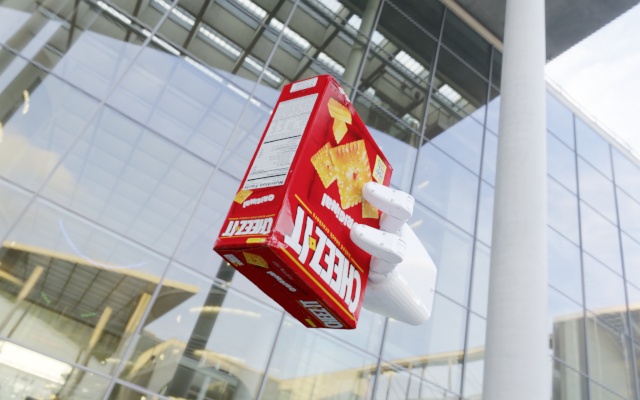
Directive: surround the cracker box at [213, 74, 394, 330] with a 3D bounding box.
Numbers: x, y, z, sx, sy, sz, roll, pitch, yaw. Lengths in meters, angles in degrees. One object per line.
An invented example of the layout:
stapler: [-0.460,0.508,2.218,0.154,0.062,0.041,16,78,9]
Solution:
cracker box: [0.000,0.002,0.499,0.072,0.213,0.164,-8,-41,33]
